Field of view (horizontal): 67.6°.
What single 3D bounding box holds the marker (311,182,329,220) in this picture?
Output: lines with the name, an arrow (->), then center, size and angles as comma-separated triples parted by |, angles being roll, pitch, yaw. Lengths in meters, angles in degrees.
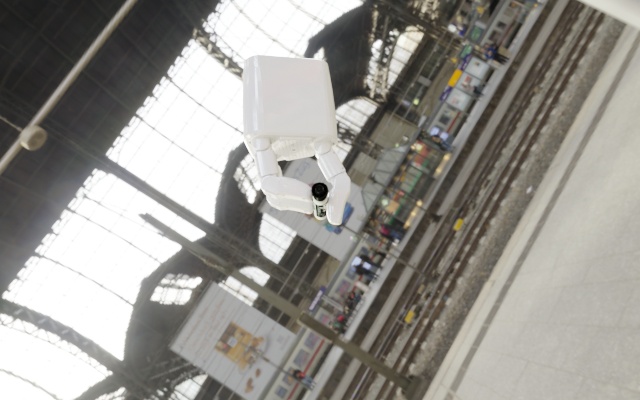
marker -> 0.000, 0.002, 0.575 | 0.020, 0.020, 0.121 | 0, -14, 1
